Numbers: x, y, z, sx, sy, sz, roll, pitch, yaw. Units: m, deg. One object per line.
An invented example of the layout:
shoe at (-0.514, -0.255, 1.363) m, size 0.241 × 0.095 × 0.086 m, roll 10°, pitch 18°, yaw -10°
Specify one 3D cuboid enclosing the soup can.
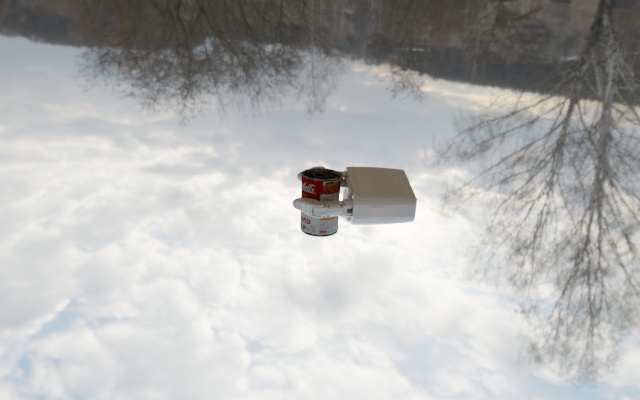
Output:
soup can at (0.000, 0.003, 0.812) m, size 0.068 × 0.102 × 0.068 m, roll 2°, pitch 19°, yaw -1°
